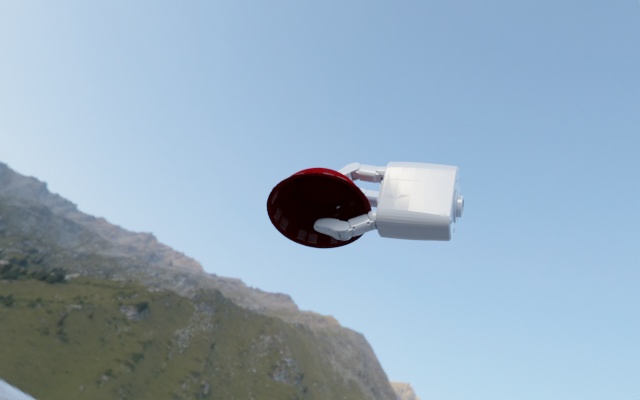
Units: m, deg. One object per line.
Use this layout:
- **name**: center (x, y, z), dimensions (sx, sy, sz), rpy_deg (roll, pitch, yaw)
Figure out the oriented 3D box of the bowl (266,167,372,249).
- **bowl**: center (-0.001, 0.002, 0.742), dimensions (0.162, 0.162, 0.055), rpy_deg (0, 43, 8)
